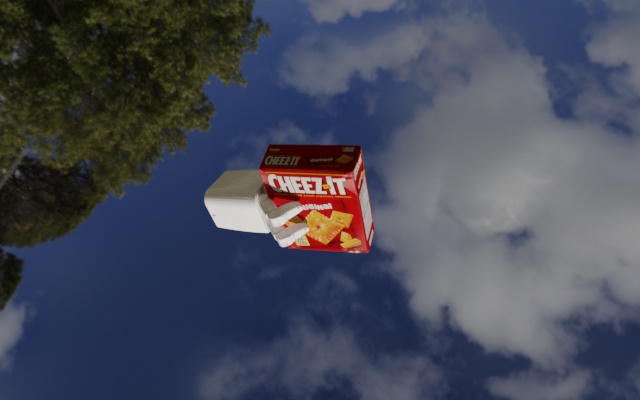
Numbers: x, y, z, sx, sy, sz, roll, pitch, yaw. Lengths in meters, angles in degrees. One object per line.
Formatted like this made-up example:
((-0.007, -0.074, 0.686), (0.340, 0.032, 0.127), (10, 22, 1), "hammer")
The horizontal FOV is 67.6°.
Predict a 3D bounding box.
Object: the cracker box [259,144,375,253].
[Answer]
((0.000, 0.003, 0.849), (0.164, 0.072, 0.214), (2, -42, 17), "cracker box")
